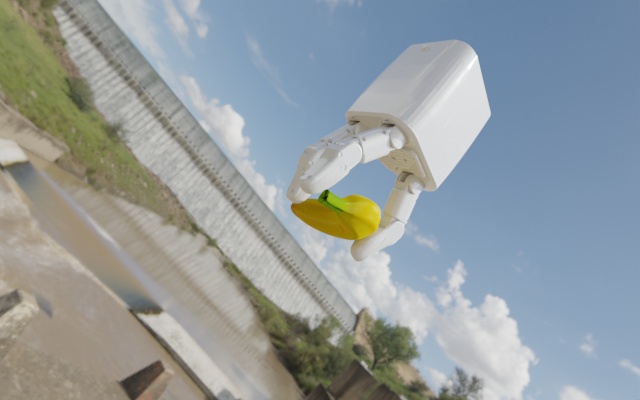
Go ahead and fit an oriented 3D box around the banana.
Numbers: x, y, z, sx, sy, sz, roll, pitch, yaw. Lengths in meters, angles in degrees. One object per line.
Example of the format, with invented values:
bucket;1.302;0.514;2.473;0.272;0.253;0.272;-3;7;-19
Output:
banana;0.016;0.012;0.470;0.069;0.037;0.198;35;-10;-7
